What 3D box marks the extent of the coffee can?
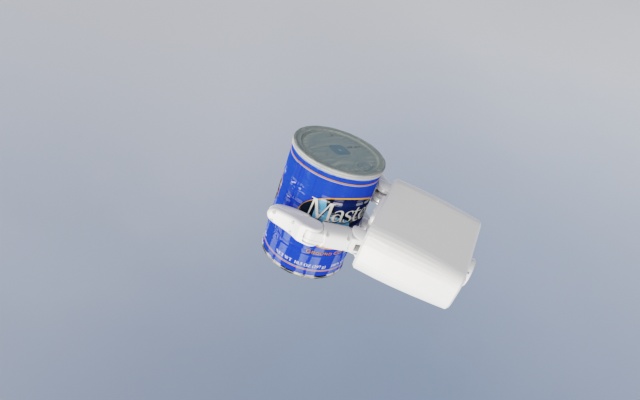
[{"bbox_3d":[0.000,0.002,0.538,0.103,0.140,0.102,15,31,-9],"label":"coffee can"}]
